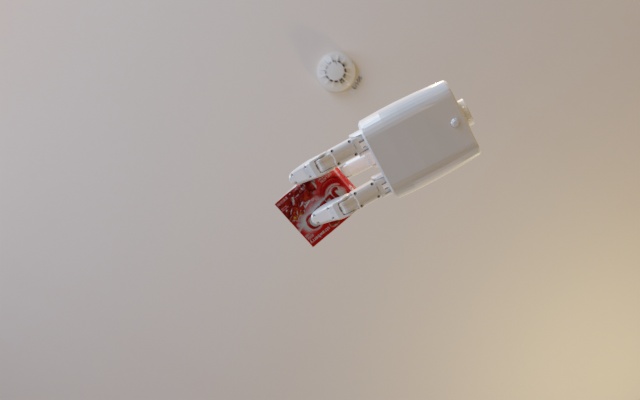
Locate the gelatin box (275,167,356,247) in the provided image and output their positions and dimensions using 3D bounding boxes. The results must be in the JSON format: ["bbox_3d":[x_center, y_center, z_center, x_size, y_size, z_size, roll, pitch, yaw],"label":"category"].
[{"bbox_3d":[0.000,0.002,0.590,0.089,0.073,0.030,-40,4,21],"label":"gelatin box"}]
